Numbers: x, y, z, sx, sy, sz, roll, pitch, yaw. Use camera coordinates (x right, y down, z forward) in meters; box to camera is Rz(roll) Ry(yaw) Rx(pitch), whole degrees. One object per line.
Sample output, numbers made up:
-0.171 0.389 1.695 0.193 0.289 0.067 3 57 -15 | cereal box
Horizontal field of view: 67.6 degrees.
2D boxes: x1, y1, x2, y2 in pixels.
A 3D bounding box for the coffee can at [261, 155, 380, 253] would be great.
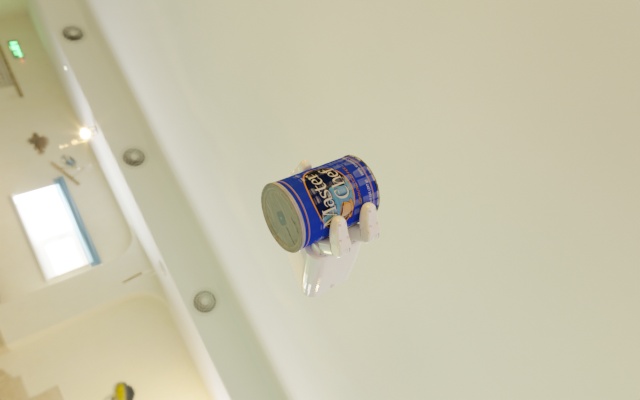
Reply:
0.000 0.002 0.691 0.140 0.103 0.103 -22 12 -30 | coffee can
